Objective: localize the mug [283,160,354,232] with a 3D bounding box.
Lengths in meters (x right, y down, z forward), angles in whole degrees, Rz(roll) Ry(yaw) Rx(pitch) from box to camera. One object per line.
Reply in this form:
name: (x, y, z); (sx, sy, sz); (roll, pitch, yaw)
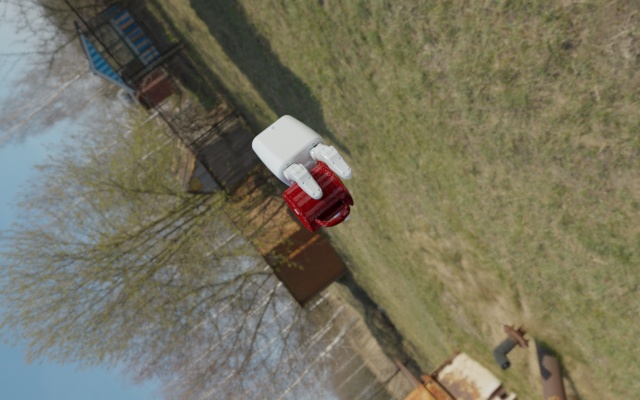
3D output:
mug: (0.001, 0.003, 0.760); (0.117, 0.081, 0.093); (44, -11, 42)
